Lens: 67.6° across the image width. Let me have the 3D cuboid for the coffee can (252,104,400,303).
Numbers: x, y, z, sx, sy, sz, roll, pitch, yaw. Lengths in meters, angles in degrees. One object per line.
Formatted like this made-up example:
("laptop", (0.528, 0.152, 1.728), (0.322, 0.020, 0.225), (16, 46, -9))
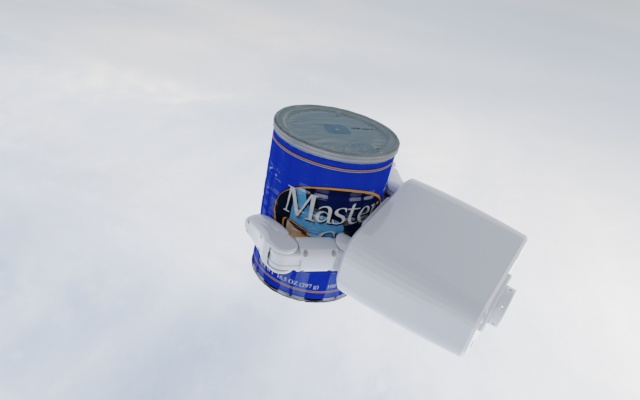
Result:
("coffee can", (0.000, 0.001, 0.414), (0.103, 0.140, 0.102), (10, 29, -5))
